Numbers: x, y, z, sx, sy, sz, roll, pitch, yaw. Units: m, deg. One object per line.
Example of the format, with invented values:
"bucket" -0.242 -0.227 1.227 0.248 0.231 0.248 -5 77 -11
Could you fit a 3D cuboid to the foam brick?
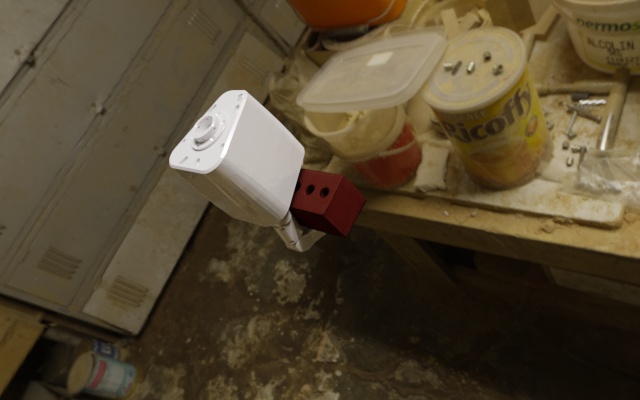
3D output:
"foam brick" 0.000 0.002 0.543 0.078 0.053 0.051 11 -26 42
